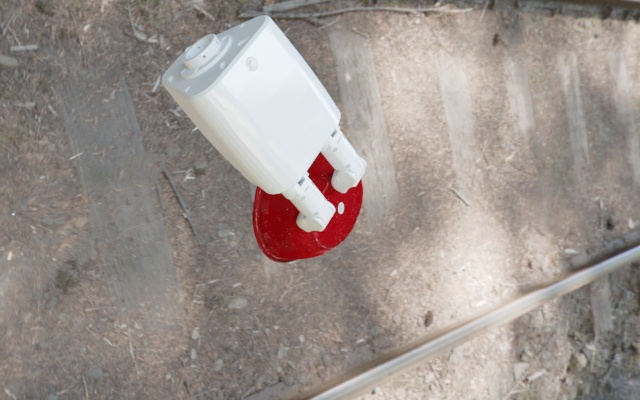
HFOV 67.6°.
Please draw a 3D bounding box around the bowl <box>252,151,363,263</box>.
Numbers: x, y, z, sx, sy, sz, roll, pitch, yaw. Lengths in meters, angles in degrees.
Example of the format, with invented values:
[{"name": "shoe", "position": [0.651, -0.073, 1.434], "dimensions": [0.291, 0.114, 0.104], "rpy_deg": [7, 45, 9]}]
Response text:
[{"name": "bowl", "position": [0.001, 0.002, 0.531], "dimensions": [0.055, 0.162, 0.162], "rpy_deg": [19, 11, 33]}]
